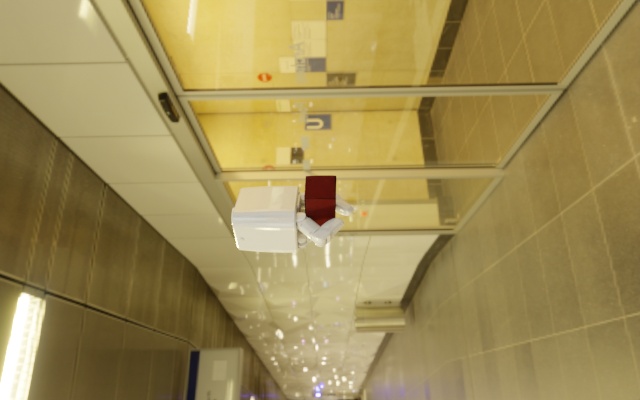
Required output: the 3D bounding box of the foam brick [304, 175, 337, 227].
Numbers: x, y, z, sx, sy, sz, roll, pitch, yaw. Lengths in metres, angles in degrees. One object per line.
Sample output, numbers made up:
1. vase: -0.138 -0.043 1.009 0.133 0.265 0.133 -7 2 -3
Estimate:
1. foam brick: 0.000 0.002 0.797 0.051 0.053 0.078 2 -42 2
